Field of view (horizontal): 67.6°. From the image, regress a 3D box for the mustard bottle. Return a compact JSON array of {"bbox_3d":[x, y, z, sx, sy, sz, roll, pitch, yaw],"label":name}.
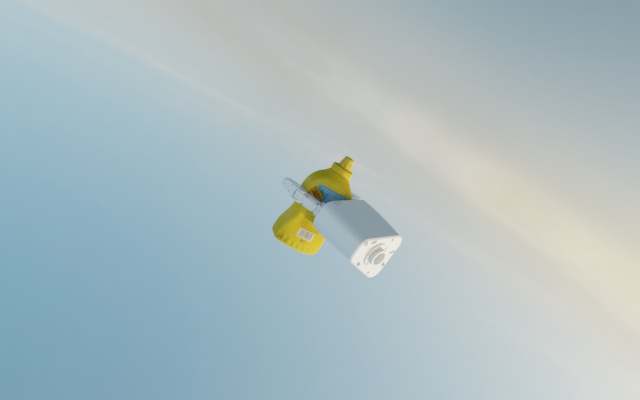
[{"bbox_3d":[0.000,0.003,0.866,0.096,0.192,0.058,28,14,-26],"label":"mustard bottle"}]
